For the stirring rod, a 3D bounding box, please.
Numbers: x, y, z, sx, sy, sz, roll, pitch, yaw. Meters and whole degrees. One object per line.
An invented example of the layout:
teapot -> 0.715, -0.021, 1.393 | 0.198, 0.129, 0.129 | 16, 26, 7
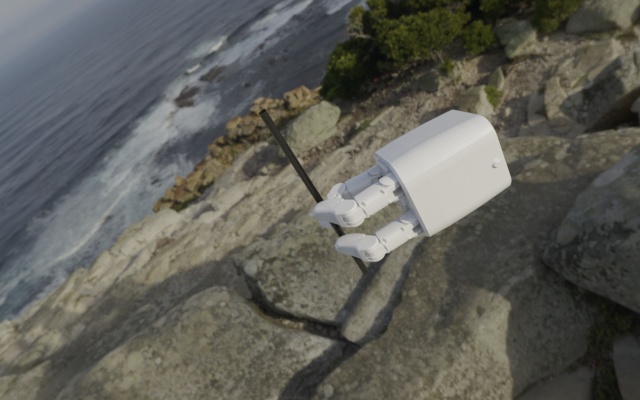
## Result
stirring rod -> 0.000, 0.002, 0.514 | 0.011, 0.240, 0.011 | -22, 34, 16
